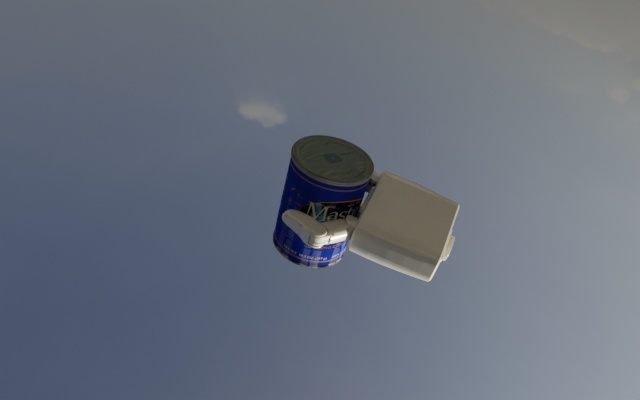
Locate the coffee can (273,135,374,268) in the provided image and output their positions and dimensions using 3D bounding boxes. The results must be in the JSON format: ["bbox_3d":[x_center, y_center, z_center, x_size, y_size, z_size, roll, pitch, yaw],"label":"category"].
[{"bbox_3d":[0.000,0.002,0.616,0.103,0.140,0.102,10,36,-8],"label":"coffee can"}]
